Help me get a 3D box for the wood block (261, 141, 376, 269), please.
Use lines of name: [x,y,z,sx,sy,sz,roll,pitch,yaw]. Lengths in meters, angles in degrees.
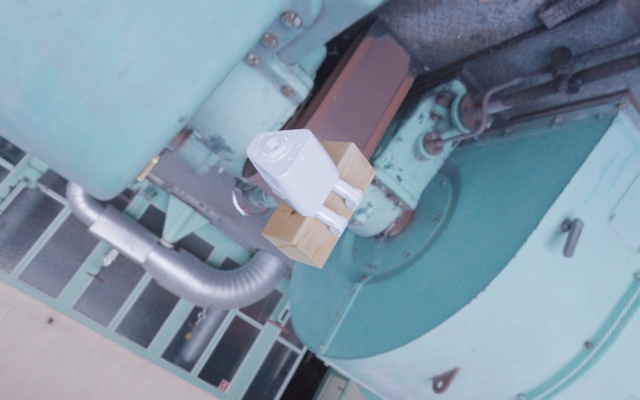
wood block: [0.000,0.003,0.844,0.091,0.206,0.090,11,-27,46]
